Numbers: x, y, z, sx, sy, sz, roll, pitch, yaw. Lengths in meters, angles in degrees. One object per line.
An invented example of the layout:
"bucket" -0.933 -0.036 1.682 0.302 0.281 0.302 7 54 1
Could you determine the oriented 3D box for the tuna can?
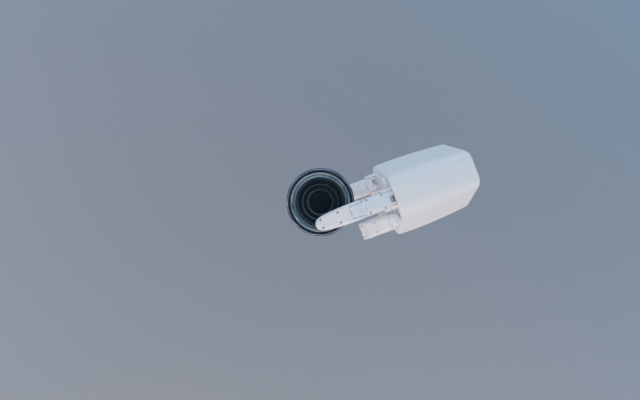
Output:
"tuna can" 0.000 0.002 0.602 0.086 0.086 0.034 0 0 1
